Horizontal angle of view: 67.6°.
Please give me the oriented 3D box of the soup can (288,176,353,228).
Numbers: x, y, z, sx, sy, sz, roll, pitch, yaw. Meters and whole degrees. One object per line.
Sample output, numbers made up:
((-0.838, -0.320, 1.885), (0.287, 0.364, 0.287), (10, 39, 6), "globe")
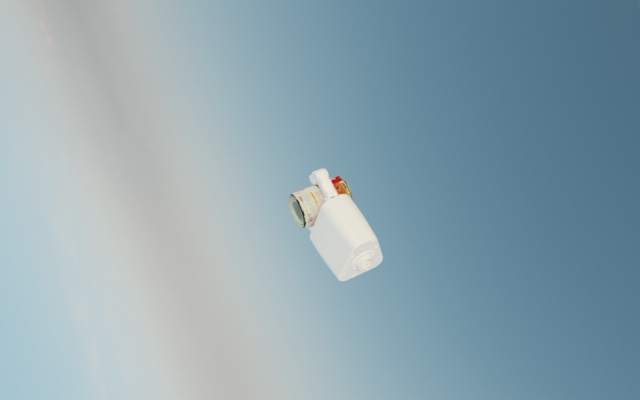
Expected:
((0.000, 0.003, 0.882), (0.102, 0.068, 0.068), (-22, 7, -18), "soup can")
